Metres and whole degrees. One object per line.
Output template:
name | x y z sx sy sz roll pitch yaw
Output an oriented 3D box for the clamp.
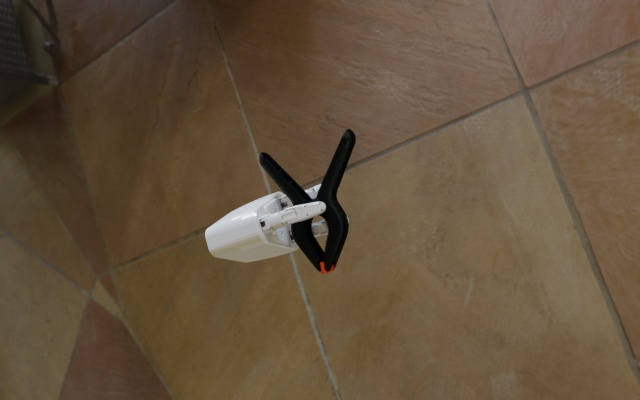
clamp | 0.000 0.003 0.714 0.164 0.210 0.036 -19 -6 28
